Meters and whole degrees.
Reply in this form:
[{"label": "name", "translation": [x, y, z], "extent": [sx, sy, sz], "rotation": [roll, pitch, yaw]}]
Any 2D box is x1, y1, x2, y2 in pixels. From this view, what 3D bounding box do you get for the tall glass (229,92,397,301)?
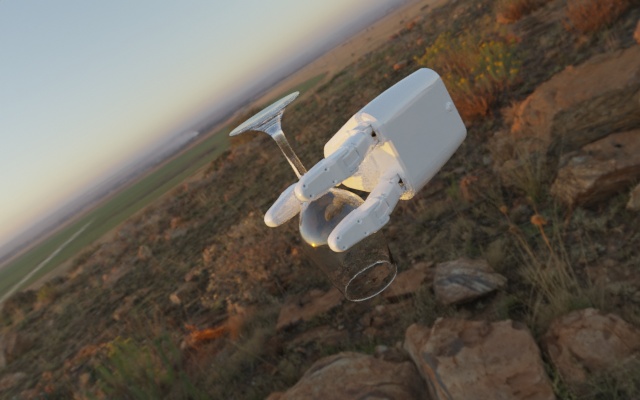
[{"label": "tall glass", "translation": [0.000, 0.001, 0.460], "extent": [0.079, 0.201, 0.079], "rotation": [-29, 17, 10]}]
